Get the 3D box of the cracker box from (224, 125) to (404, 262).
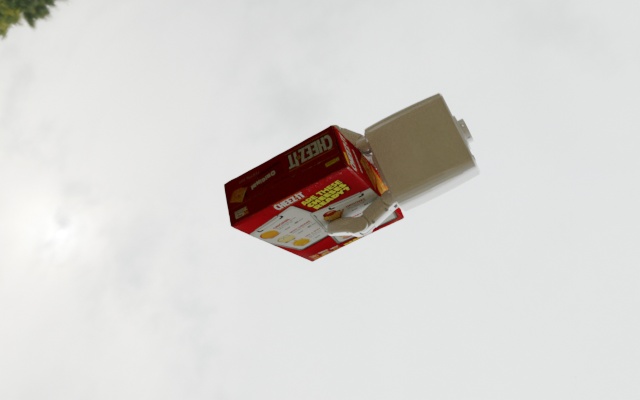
[{"bbox_3d":[0.000,0.002,0.648,0.164,0.072,0.214,-27,-29,17],"label":"cracker box"}]
